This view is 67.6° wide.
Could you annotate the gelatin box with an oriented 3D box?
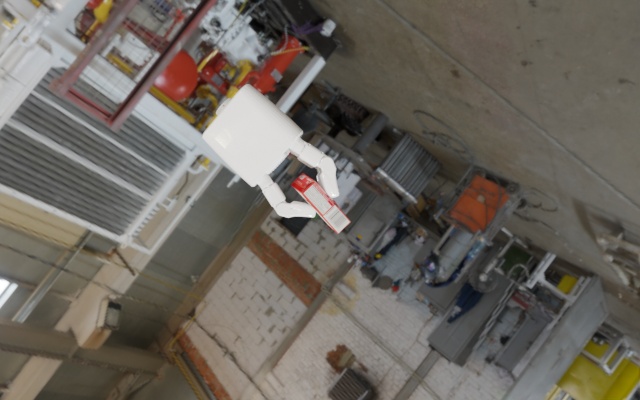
[{"bbox_3d":[0.000,0.003,0.728,0.030,0.089,0.073,-43,18,-3],"label":"gelatin box"}]
